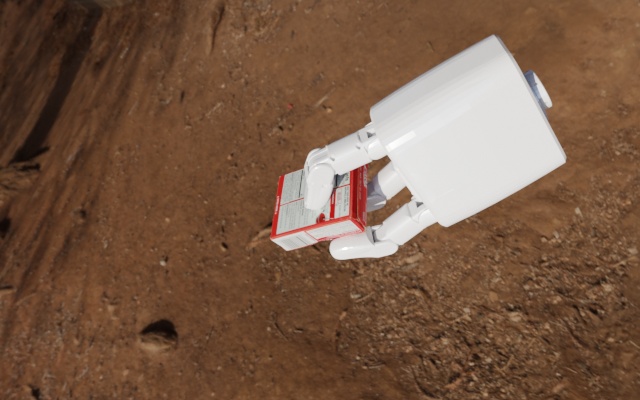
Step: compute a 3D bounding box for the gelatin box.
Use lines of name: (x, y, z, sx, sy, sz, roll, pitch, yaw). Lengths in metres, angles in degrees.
gelatin box: (0.000, 0.001, 0.443, 0.089, 0.073, 0.030, -17, -39, 28)
